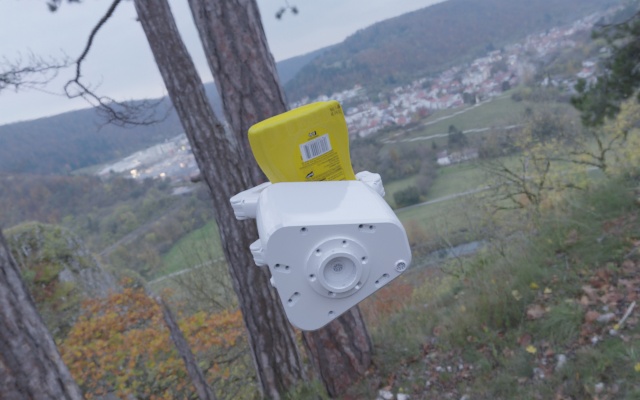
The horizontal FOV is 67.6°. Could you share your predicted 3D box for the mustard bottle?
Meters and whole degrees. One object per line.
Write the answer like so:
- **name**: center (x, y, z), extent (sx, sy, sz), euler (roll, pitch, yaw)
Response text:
- **mustard bottle**: center (0.000, 0.001, 0.492), extent (0.096, 0.192, 0.058), euler (-26, 20, -26)
